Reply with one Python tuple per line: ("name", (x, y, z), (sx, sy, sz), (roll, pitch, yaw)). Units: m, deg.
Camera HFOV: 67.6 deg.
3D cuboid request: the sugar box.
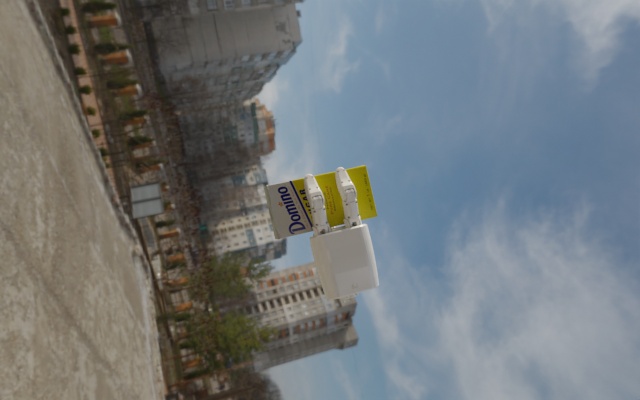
("sugar box", (0.000, 0.003, 0.811), (0.176, 0.093, 0.048), (-13, -2, -14))
